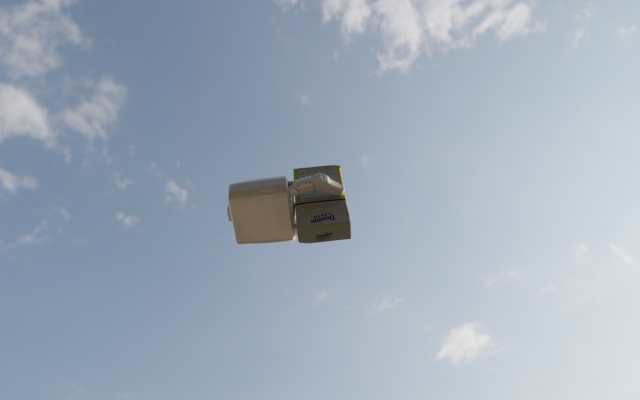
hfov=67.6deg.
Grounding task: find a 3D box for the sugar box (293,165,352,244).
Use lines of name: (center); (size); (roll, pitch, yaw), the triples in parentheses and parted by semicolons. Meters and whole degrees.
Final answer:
sugar box: (0.000, 0.003, 0.866); (0.093, 0.048, 0.176); (-5, 40, -1)
